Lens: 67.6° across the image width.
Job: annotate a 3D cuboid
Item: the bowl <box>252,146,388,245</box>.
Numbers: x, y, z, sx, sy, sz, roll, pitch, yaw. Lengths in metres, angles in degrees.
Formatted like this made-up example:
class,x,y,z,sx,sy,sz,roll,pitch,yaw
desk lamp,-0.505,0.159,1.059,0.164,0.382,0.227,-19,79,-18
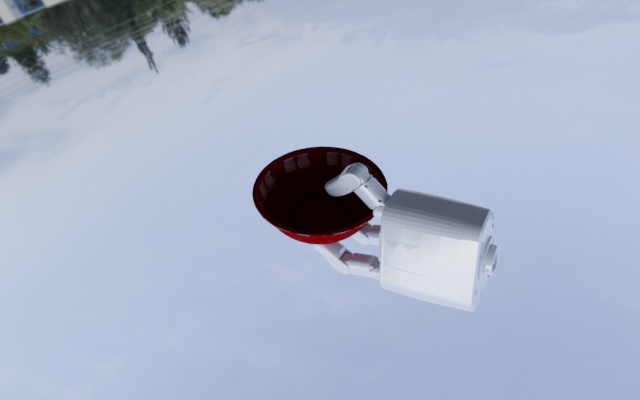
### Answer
class,x,y,z,sx,sy,sz,roll,pitch,yaw
bowl,-0.001,0.002,0.587,0.162,0.055,0.162,-1,43,1
